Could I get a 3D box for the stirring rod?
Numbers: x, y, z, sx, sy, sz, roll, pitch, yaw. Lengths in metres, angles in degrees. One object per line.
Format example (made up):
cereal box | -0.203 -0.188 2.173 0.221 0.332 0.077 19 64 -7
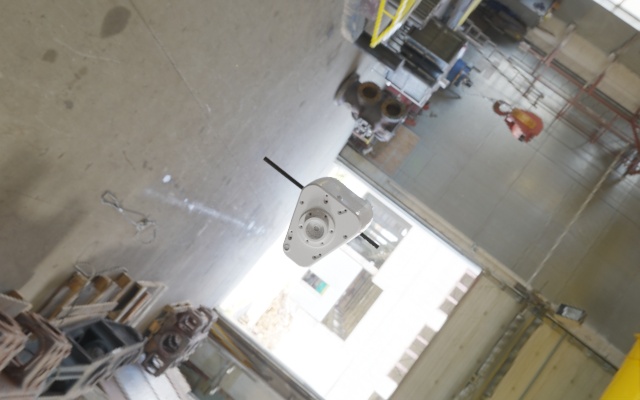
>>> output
stirring rod | 0.000 0.003 0.789 0.239 0.011 0.011 38 5 6
